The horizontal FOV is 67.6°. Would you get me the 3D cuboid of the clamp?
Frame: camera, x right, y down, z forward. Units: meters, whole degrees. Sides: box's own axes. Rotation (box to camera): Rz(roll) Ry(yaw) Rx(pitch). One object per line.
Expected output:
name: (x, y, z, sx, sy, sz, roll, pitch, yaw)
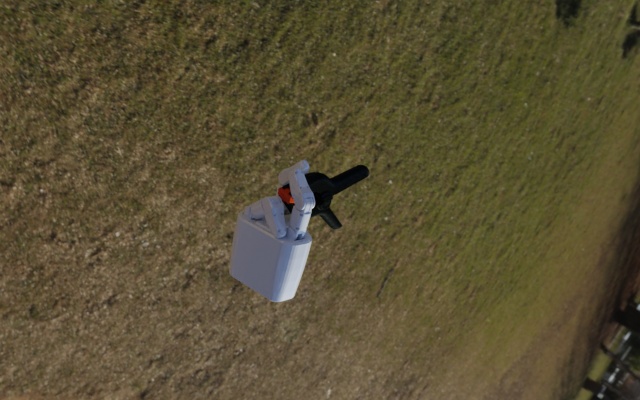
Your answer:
clamp: (0.000, 0.003, 0.746, 0.171, 0.120, 0.039, -7, 32, -42)
